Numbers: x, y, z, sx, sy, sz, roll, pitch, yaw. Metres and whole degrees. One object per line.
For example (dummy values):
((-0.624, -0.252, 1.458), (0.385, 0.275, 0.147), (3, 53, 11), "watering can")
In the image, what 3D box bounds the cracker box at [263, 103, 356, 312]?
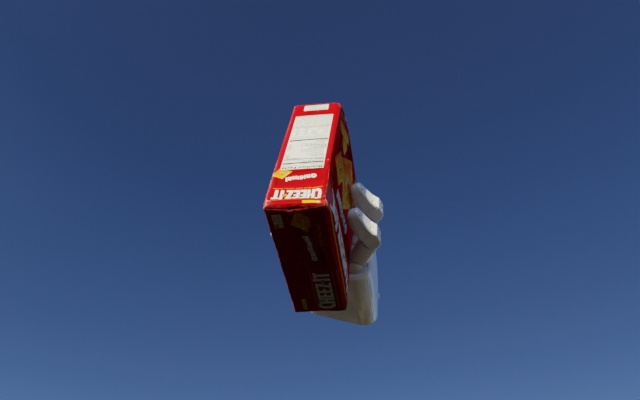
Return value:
((0.000, 0.002, 0.589), (0.072, 0.164, 0.213), (-4, 38, 11), "cracker box")
